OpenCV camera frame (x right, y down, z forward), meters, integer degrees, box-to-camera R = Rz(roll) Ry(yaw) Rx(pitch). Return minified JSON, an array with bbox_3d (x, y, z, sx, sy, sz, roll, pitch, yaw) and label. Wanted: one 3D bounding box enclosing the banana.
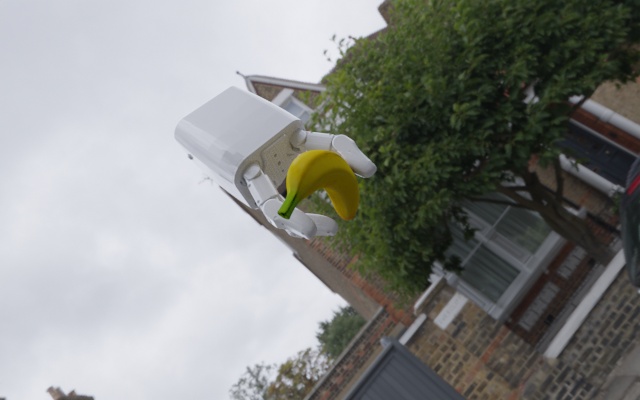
[{"bbox_3d":[0.007,-0.015,0.497,0.037,0.069,0.198,28,7,21],"label":"banana"}]
